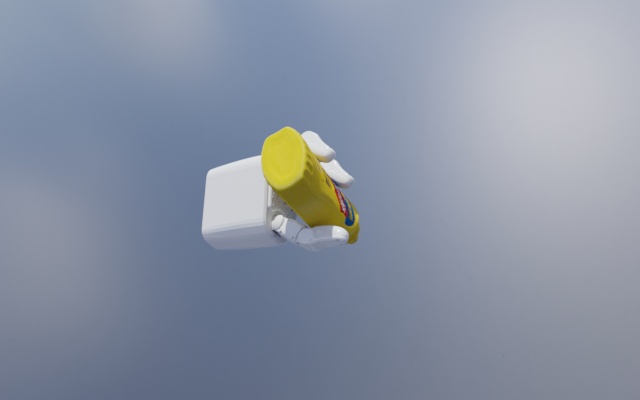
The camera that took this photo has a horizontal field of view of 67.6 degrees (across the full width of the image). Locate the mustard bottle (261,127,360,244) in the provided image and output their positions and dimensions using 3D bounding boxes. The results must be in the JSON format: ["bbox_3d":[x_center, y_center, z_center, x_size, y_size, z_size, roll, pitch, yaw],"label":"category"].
[{"bbox_3d":[0.000,0.002,0.592,0.058,0.096,0.192,-29,-44,11],"label":"mustard bottle"}]
